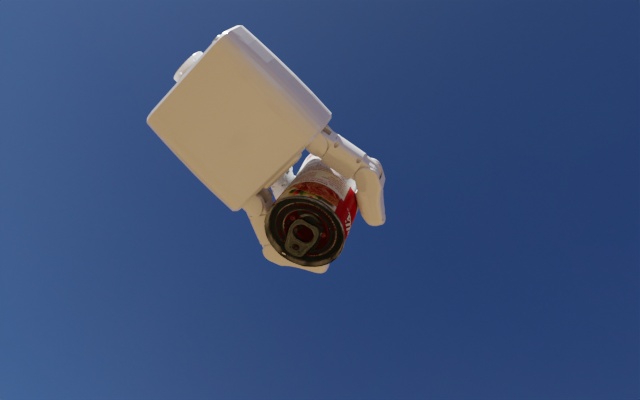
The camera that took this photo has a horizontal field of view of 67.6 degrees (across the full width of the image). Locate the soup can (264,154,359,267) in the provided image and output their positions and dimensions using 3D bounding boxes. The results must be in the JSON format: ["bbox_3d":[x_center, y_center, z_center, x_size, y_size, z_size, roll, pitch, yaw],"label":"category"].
[{"bbox_3d":[0.001,0.002,0.424,0.068,0.068,0.102,0,30,18],"label":"soup can"}]
